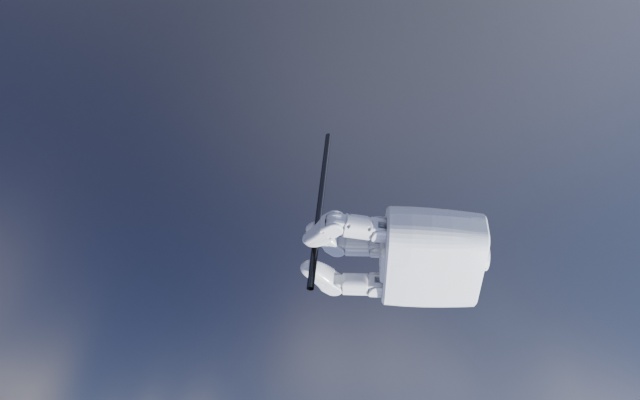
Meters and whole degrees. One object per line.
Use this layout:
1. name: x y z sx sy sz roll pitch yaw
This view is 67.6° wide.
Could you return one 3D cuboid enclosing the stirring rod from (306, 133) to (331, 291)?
1. stirring rod: 0.000 0.002 0.583 0.011 0.239 0.011 4 -40 3
